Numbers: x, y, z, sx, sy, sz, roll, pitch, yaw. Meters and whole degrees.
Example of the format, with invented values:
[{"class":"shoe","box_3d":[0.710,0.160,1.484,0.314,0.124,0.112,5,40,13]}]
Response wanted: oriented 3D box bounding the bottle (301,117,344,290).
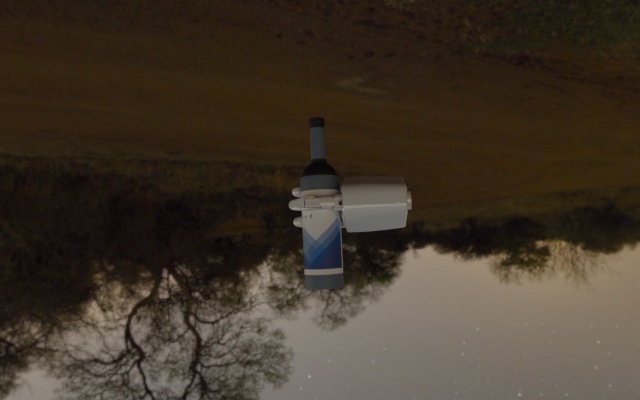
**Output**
[{"class":"bottle","box_3d":[0.000,0.003,0.830,0.069,0.295,0.069,-3,-4,0]}]
